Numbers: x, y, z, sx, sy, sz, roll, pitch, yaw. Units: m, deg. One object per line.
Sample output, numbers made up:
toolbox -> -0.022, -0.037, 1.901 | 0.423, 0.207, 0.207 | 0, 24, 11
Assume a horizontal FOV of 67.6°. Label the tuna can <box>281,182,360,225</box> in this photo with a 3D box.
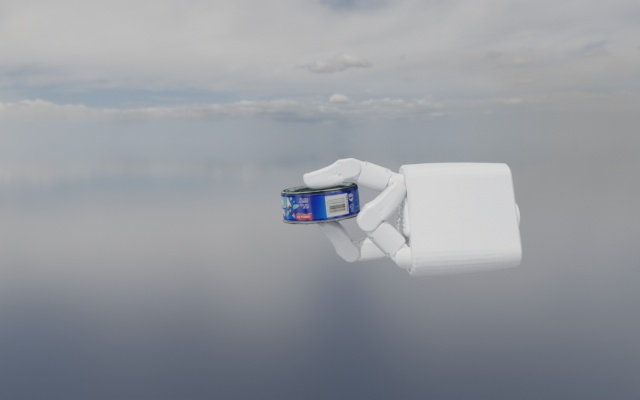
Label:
tuna can -> 0.000, 0.001, 0.521 | 0.086, 0.034, 0.086 | -6, 7, 1
